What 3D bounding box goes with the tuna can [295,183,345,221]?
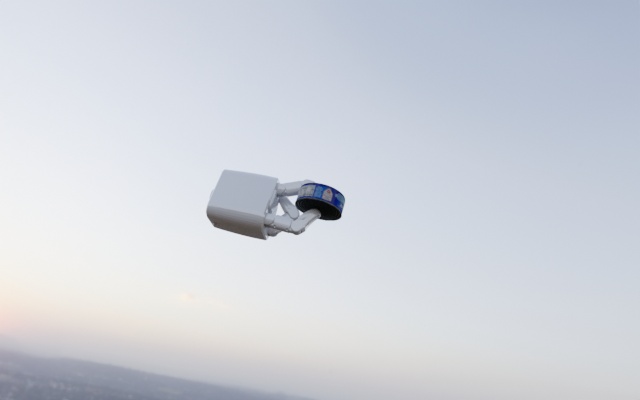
[{"bbox_3d":[0.000,0.002,0.845,0.086,0.033,0.086,14,-23,6],"label":"tuna can"}]
